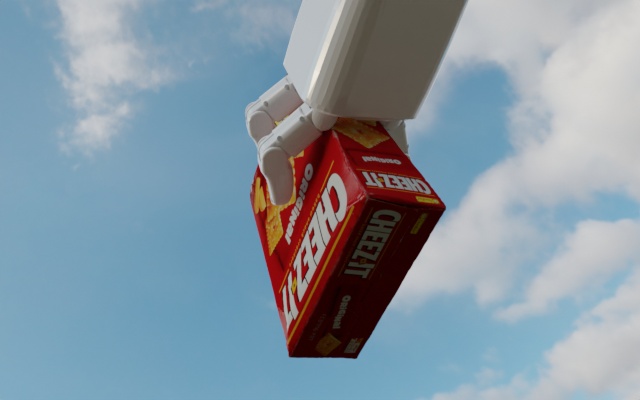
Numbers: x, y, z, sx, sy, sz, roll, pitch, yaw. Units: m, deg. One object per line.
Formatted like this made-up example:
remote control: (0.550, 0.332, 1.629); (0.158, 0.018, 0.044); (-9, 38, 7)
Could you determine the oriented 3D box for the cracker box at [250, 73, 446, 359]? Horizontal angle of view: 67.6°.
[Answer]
cracker box: (0.000, 0.001, 0.422); (0.072, 0.164, 0.213); (7, 34, -23)
